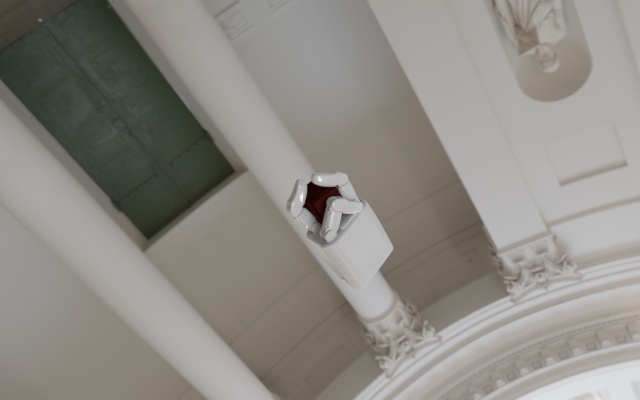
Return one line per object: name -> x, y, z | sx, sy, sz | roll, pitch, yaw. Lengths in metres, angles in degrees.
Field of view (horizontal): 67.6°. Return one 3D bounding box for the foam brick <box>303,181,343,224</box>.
foam brick -> 0.000, 0.002, 0.806 | 0.053, 0.051, 0.078 | -40, 25, -12
